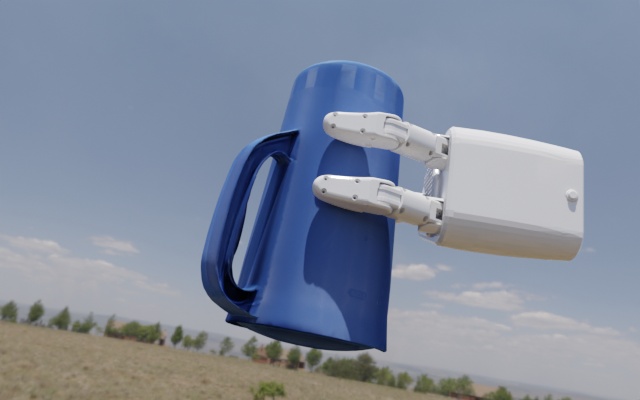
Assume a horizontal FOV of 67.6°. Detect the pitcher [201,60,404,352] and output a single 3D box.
[{"bbox_3d":[0.000,0.001,0.417,0.145,0.242,0.149,9,-18,4],"label":"pitcher"}]
